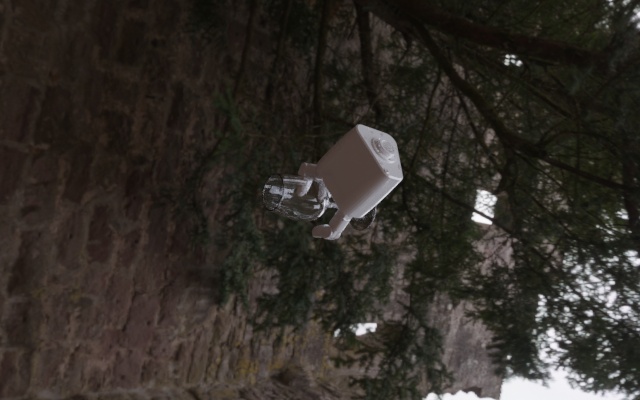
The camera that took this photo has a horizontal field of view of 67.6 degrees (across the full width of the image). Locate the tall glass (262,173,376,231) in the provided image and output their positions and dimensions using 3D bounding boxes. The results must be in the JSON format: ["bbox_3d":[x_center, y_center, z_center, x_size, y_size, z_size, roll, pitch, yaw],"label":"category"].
[{"bbox_3d":[0.001,0.003,0.824,0.201,0.079,0.079,12,-7,-38],"label":"tall glass"}]
